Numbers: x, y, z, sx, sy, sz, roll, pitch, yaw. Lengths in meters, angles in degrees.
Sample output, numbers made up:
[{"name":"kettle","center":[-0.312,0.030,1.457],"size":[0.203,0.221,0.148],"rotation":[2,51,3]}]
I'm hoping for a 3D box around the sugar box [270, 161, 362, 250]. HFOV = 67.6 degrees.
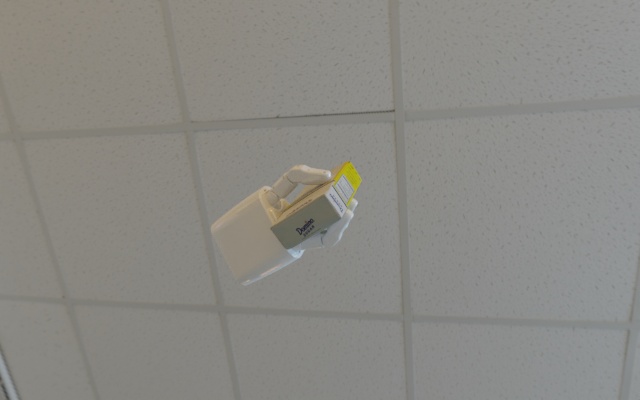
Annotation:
[{"name":"sugar box","center":[0.000,0.003,0.685],"size":[0.093,0.048,0.176],"rotation":[-32,11,22]}]
